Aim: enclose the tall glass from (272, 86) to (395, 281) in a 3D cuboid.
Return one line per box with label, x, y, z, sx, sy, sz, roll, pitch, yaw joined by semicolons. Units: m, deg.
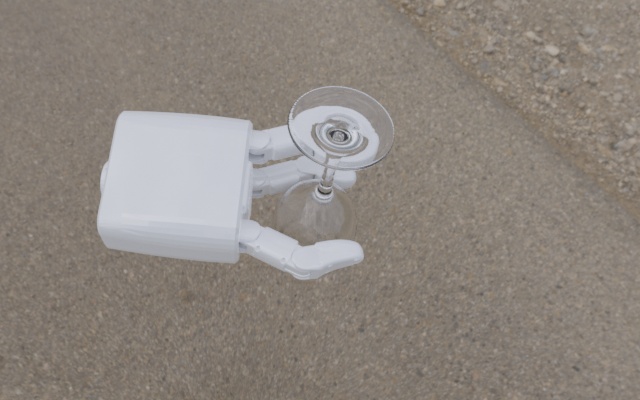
tall glass;0.000;0.001;0.407;0.079;0.079;0.201;0;-32;-9
